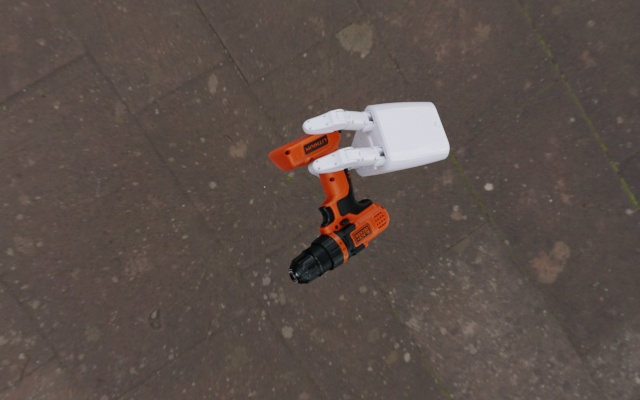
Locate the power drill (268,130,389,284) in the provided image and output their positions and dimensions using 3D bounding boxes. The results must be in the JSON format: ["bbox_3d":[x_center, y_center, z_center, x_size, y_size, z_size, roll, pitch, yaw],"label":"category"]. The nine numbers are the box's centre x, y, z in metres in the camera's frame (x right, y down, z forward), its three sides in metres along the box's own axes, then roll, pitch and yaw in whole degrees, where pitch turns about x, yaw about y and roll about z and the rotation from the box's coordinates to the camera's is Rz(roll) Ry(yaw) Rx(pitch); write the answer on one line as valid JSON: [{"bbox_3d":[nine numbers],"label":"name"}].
[{"bbox_3d":[0.000,0.002,0.678,0.184,0.188,0.057,-33,16,-33],"label":"power drill"}]
